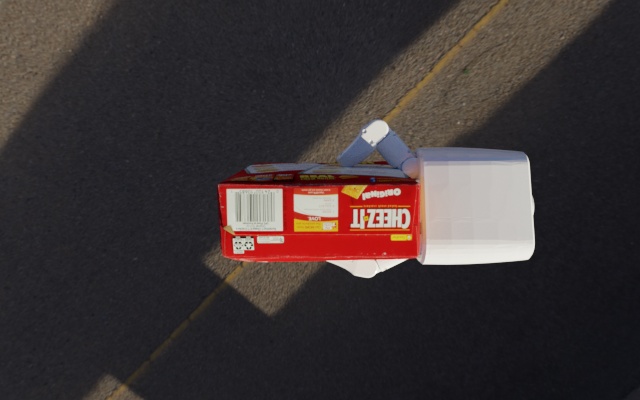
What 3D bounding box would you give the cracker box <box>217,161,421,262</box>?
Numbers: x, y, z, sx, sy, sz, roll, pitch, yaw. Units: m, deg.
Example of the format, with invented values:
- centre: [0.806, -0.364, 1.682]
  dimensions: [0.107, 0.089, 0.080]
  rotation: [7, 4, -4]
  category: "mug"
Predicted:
- centre: [0.000, 0.001, 0.484]
  dimensions: [0.164, 0.072, 0.213]
  rotation: [-1, 9, 0]
  category: "cracker box"
